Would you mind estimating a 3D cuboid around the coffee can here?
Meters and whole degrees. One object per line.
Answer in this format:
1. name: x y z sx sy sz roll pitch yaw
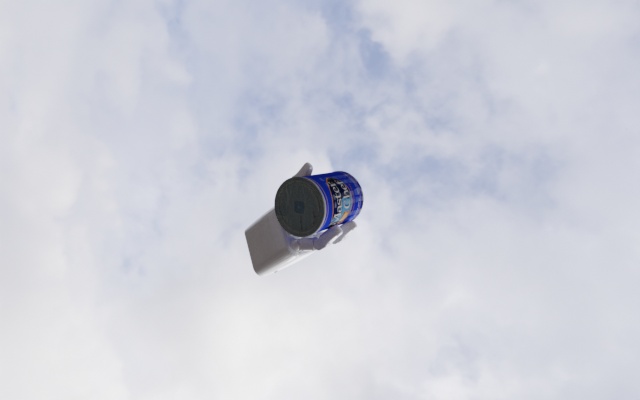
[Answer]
1. coffee can: 0.000 0.003 0.853 0.103 0.103 0.140 0 7 33
